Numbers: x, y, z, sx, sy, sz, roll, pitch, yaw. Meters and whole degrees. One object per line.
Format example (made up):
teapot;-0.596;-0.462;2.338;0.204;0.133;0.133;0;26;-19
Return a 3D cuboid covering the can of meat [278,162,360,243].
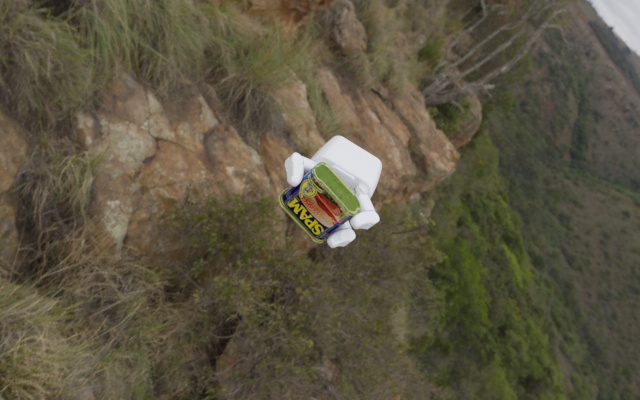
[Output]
can of meat;0.000;0.002;0.743;0.084;0.102;0.057;-39;7;32
